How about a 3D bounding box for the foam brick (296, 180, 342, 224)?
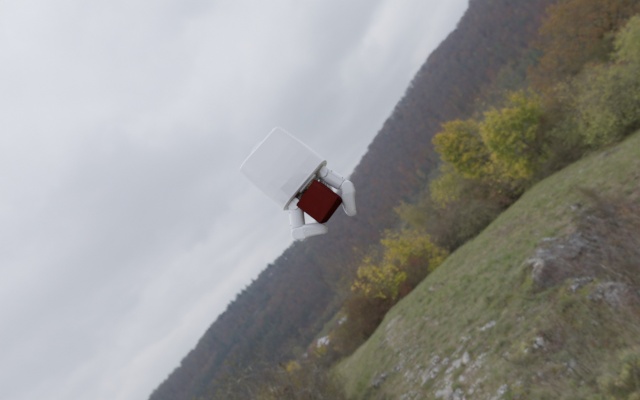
[{"bbox_3d":[0.000,0.003,0.795,0.051,0.053,0.078,38,4,7],"label":"foam brick"}]
